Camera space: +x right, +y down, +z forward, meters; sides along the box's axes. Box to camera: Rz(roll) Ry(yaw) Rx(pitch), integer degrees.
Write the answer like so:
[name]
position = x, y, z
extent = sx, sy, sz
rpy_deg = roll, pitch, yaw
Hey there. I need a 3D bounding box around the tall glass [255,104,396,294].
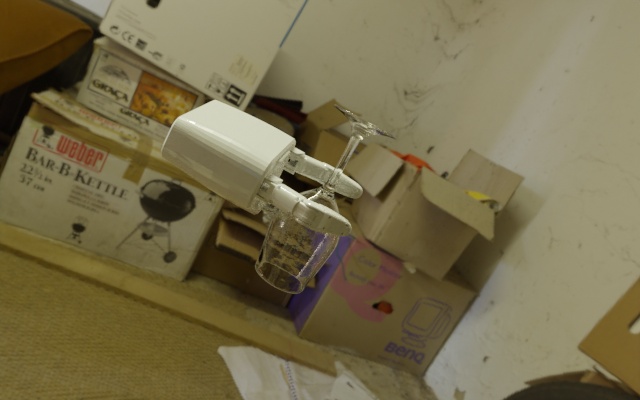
[tall glass]
position = 0.001, 0.001, 0.522
extent = 0.079, 0.201, 0.079
rpy_deg = 27, 11, -6
